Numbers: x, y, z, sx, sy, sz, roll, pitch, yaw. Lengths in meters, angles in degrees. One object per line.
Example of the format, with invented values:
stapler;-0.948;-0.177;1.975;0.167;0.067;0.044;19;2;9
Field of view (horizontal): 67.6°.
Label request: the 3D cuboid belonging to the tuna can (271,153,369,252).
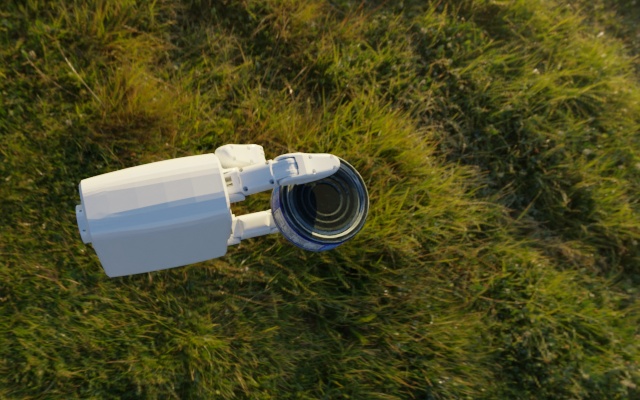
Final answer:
tuna can;0.000;0.001;0.433;0.086;0.086;0.034;0;-16;-20
